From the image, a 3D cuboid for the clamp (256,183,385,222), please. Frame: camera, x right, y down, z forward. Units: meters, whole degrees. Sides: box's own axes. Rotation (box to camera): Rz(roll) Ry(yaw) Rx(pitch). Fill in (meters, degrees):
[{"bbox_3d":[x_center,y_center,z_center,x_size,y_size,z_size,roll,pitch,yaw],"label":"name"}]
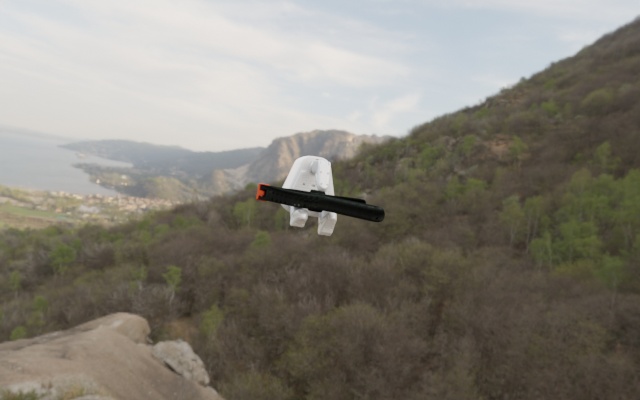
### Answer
[{"bbox_3d":[0.000,0.002,0.800,0.210,0.036,0.164,9,3,-13],"label":"clamp"}]
